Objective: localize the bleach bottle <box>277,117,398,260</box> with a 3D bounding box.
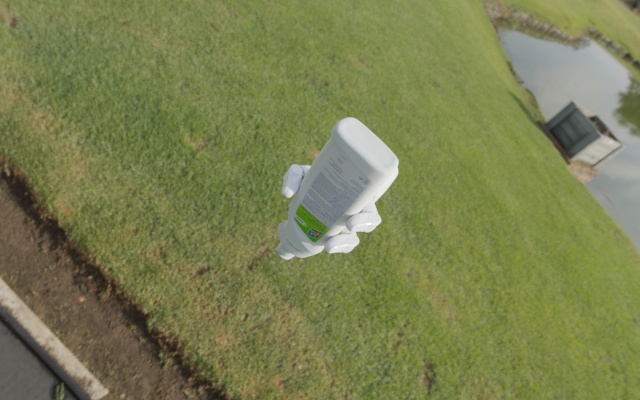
[{"bbox_3d":[0.000,0.002,0.700,0.251,0.102,0.068,-49,-5,37],"label":"bleach bottle"}]
